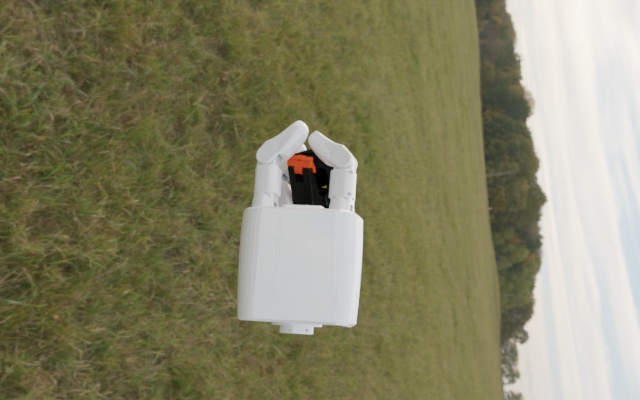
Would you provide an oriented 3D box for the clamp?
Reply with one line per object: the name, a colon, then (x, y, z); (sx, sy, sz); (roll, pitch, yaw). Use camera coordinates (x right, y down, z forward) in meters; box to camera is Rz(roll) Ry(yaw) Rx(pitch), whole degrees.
clamp: (0.001, 0.002, 0.557); (0.039, 0.120, 0.171); (0, -14, 21)
